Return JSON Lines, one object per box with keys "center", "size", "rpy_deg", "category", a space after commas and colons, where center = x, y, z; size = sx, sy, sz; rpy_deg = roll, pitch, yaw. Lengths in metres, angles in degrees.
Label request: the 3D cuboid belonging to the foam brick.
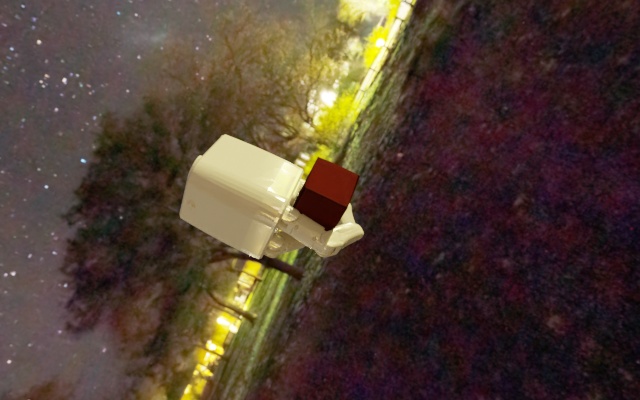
{"center": [0.000, 0.002, 0.527], "size": [0.051, 0.053, 0.078], "rpy_deg": [27, -43, -3], "category": "foam brick"}
